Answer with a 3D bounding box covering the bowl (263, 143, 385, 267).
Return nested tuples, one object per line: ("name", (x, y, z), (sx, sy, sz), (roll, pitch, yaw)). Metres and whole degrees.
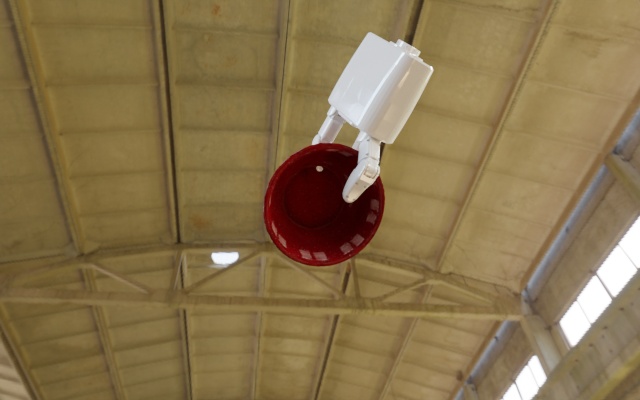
("bowl", (-0.001, 0.003, 0.626), (0.162, 0.162, 0.055), (0, 13, -18))
